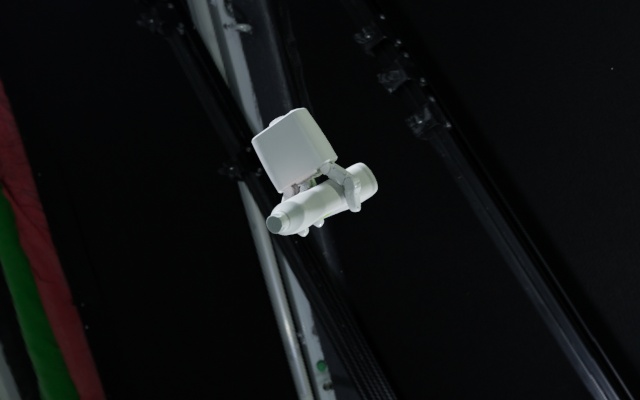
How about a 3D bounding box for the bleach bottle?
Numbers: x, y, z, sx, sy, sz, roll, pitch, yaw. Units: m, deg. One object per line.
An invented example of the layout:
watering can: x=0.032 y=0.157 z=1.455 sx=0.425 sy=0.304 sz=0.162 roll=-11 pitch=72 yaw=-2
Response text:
bleach bottle: x=0.000 y=0.003 z=0.810 sx=0.102 sy=0.068 sz=0.251 roll=-34 pitch=-5 yaw=33
